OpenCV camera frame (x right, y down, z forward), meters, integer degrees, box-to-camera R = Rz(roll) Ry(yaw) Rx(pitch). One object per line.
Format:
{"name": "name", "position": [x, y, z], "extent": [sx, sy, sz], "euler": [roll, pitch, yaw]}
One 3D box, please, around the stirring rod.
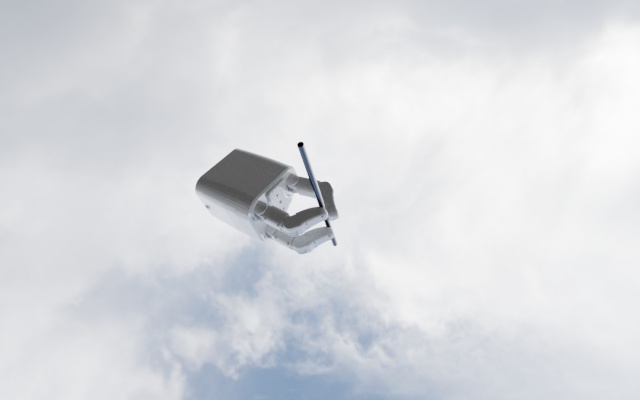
{"name": "stirring rod", "position": [0.000, 0.002, 0.625], "extent": [0.011, 0.011, 0.240], "euler": [0, -32, 12]}
